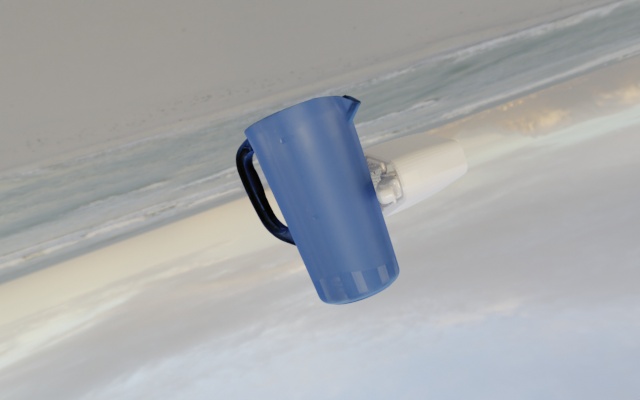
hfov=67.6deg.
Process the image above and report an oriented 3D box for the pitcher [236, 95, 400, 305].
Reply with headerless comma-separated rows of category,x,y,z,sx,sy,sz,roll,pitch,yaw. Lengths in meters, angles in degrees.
pitcher,0.000,0.002,0.598,0.145,0.243,0.149,-22,4,-19
